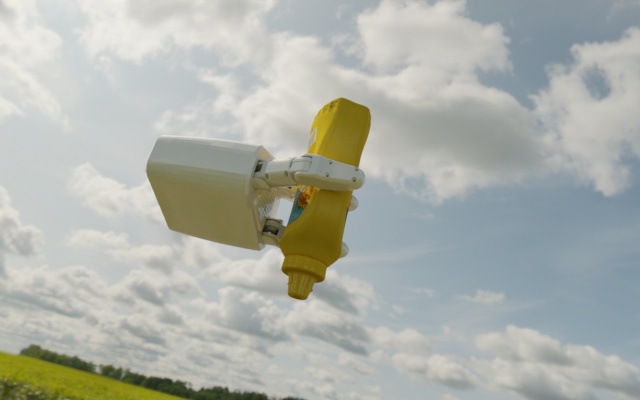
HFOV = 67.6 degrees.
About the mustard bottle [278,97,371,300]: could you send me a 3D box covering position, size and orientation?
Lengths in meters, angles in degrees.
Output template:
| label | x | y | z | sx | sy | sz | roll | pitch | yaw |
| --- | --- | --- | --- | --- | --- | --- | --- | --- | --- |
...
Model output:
| label | x | y | z | sx | sy | sz | roll | pitch | yaw |
| --- | --- | --- | --- | --- | --- | --- | --- | --- | --- |
| mustard bottle | 0.000 | 0.001 | 0.463 | 0.058 | 0.191 | 0.096 | 20 | -25 | -11 |
